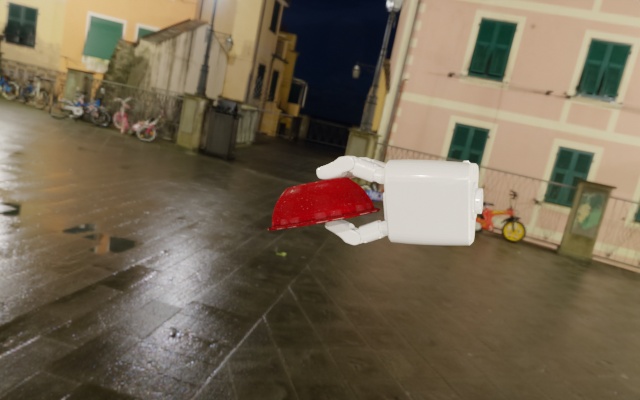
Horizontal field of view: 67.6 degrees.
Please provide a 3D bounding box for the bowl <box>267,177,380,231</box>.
[{"bbox_3d":[-0.001,0.002,0.677,0.162,0.055,0.162,-11,0,0],"label":"bowl"}]
